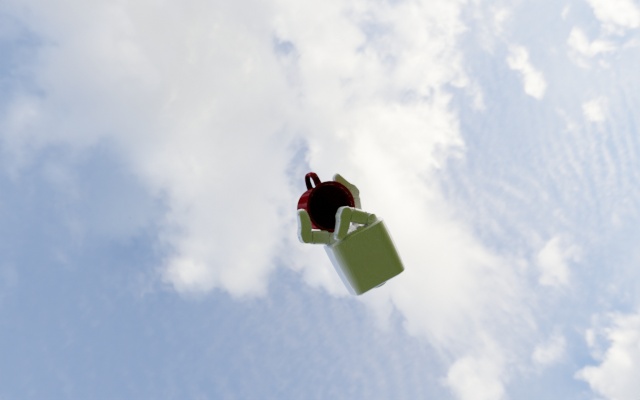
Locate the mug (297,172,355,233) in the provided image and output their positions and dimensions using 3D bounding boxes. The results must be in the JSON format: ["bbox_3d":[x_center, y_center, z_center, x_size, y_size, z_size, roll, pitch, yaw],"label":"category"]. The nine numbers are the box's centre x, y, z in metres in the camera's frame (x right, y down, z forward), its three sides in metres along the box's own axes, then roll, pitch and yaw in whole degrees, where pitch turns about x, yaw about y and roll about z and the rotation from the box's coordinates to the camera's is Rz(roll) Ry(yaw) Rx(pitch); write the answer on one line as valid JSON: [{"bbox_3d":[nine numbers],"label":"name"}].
[{"bbox_3d":[-0.001,0.002,0.881,0.093,0.117,0.081,-28,6,-20],"label":"mug"}]
